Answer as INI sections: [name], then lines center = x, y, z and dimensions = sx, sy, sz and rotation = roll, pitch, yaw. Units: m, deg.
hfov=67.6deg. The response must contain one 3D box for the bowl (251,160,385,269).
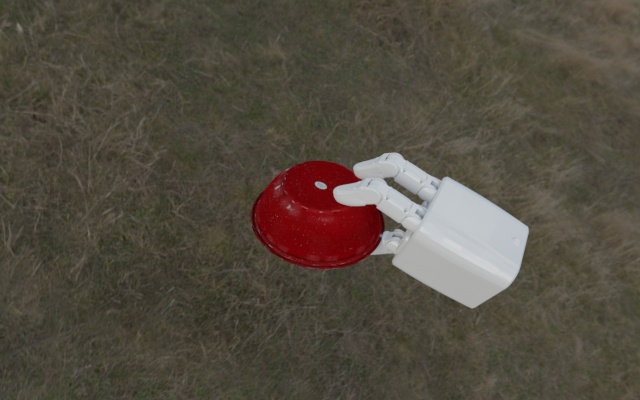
[bowl]
center = -0.001, 0.001, 0.558
dimensions = 0.162, 0.055, 0.162
rotation = 4, 42, -4
